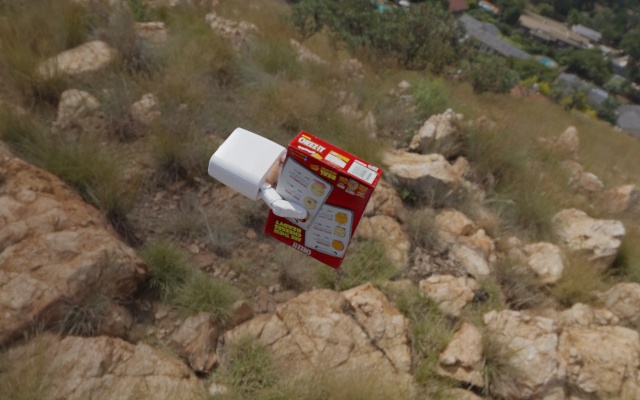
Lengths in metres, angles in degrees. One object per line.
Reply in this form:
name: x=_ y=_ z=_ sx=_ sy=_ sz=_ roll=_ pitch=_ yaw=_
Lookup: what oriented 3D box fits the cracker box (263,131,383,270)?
cracker box: x=0.000 y=0.003 z=0.875 sx=0.164 sy=0.214 sz=0.072 roll=26 pitch=39 yaw=8
